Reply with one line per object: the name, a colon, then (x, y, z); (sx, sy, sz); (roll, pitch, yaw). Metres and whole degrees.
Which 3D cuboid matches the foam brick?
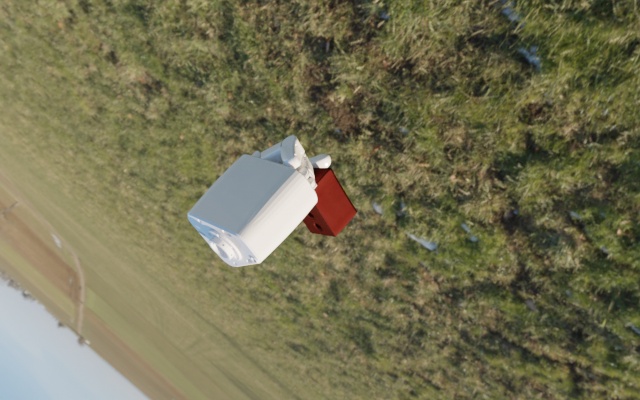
foam brick: (0.000, 0.002, 0.625); (0.053, 0.078, 0.051); (4, 45, 48)
